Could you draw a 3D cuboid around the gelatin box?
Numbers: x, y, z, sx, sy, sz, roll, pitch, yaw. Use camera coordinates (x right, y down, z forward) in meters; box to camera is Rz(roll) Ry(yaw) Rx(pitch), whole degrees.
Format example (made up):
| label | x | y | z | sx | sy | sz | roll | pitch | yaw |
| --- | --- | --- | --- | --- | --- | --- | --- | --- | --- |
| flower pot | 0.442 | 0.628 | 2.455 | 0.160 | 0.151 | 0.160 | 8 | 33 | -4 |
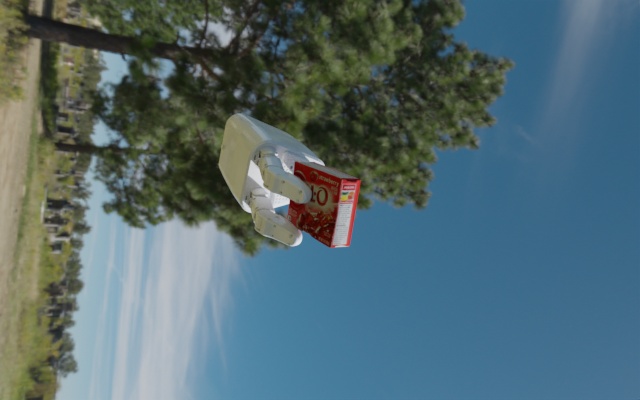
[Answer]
| label | x | y | z | sx | sy | sz | roll | pitch | yaw |
| --- | --- | --- | --- | --- | --- | --- | --- | --- | --- |
| gelatin box | 0.001 | 0.002 | 0.514 | 0.030 | 0.073 | 0.089 | -1 | 17 | -37 |
